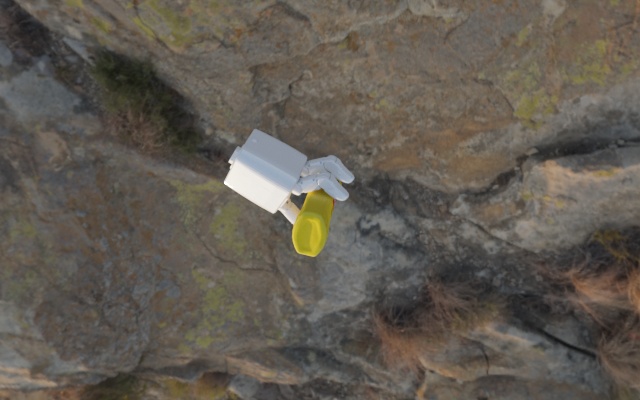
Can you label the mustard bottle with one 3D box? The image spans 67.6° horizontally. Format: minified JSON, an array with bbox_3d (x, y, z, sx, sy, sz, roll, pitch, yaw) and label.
[{"bbox_3d":[0.000,0.003,0.843,0.058,0.096,0.191,12,37,6],"label":"mustard bottle"}]
